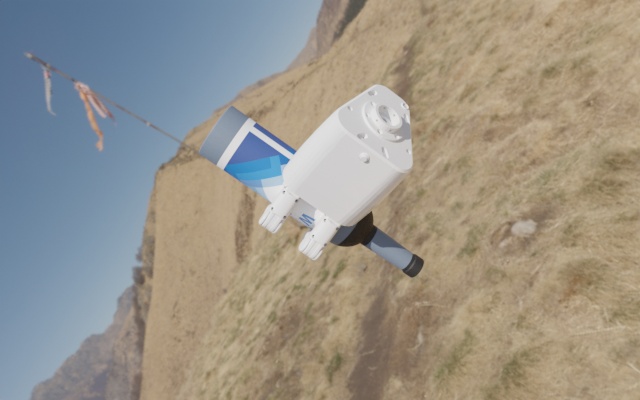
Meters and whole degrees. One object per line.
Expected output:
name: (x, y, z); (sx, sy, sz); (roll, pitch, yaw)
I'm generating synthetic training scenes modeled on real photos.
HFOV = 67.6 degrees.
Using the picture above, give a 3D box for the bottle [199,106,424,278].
bottle: (0.000, 0.002, 0.566); (0.296, 0.069, 0.069); (35, -7, -10)
